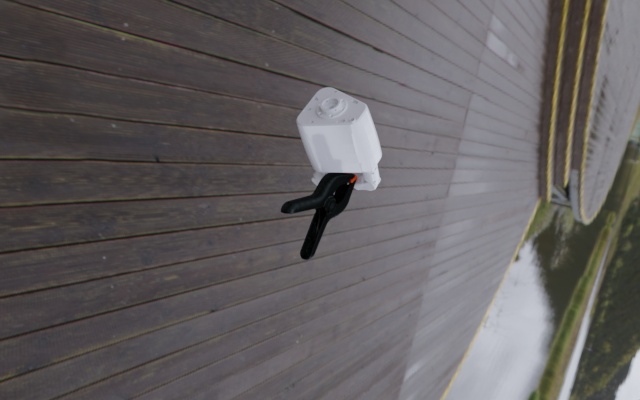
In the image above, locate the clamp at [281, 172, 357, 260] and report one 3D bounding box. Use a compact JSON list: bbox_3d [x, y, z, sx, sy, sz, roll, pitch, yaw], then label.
[{"bbox_3d":[0.001,0.003,0.796,0.039,0.171,0.120,18,-30,31],"label":"clamp"}]
